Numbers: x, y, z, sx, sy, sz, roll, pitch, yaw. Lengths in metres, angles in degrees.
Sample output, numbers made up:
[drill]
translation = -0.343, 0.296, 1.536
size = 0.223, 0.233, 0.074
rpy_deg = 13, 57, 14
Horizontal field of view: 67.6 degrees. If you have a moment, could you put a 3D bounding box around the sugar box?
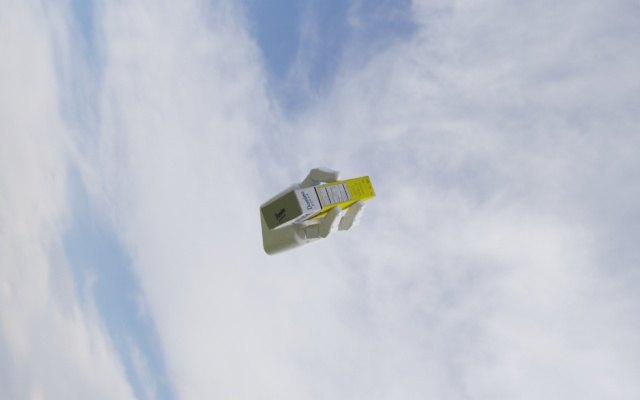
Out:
[sugar box]
translation = 0.000, 0.003, 0.785
size = 0.176, 0.048, 0.093
rpy_deg = -16, -7, -44
